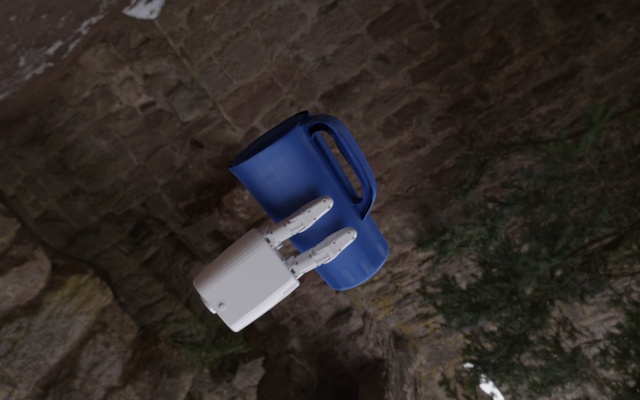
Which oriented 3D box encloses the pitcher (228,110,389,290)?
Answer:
[{"bbox_3d":[0.000,0.002,0.668,0.145,0.243,0.149,-39,17,-10],"label":"pitcher"}]
